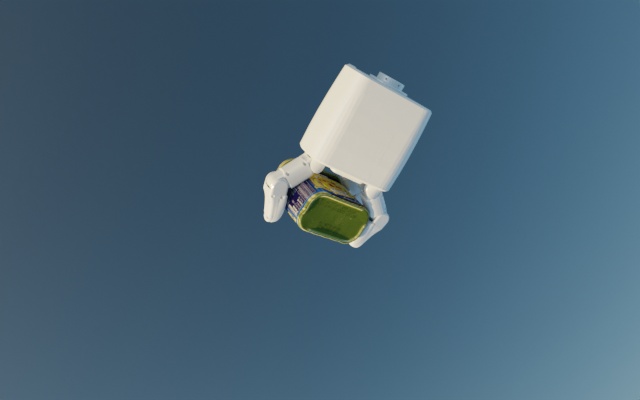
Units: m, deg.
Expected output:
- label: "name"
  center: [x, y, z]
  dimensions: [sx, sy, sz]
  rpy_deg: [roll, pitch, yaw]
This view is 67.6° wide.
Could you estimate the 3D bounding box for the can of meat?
- label: "can of meat"
  center: [0.000, 0.002, 0.580]
  dimensions: [0.102, 0.057, 0.084]
  rpy_deg: [20, 18, -39]
